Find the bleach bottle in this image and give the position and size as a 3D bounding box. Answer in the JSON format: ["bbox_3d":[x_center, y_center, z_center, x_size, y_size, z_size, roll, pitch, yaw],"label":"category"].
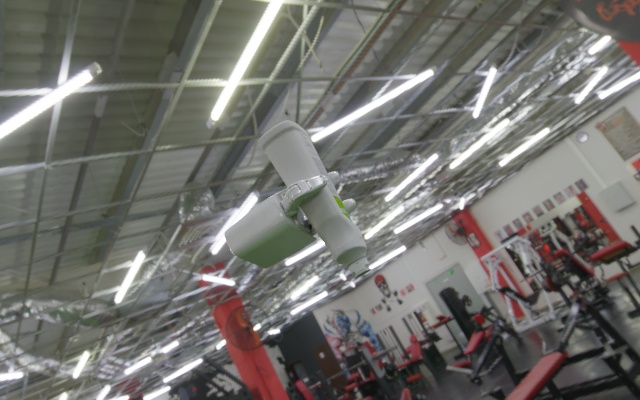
[{"bbox_3d":[0.000,0.002,0.729,0.068,0.250,0.102,-34,-17,13],"label":"bleach bottle"}]
